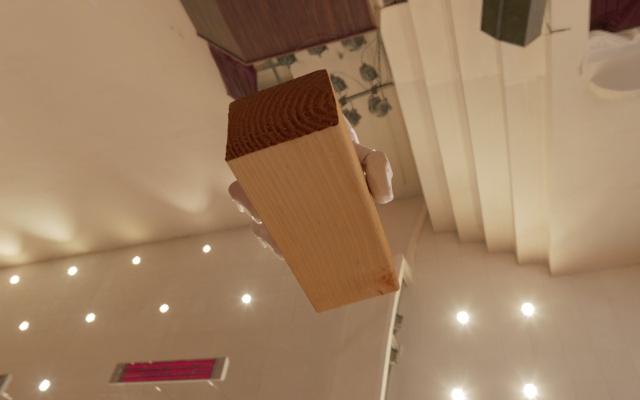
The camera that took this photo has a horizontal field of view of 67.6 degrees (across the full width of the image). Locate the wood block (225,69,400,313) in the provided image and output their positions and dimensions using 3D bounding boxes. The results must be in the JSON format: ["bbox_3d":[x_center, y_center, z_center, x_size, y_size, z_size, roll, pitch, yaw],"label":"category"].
[{"bbox_3d":[0.000,0.001,0.439,0.091,0.206,0.090,-18,41,8],"label":"wood block"}]
